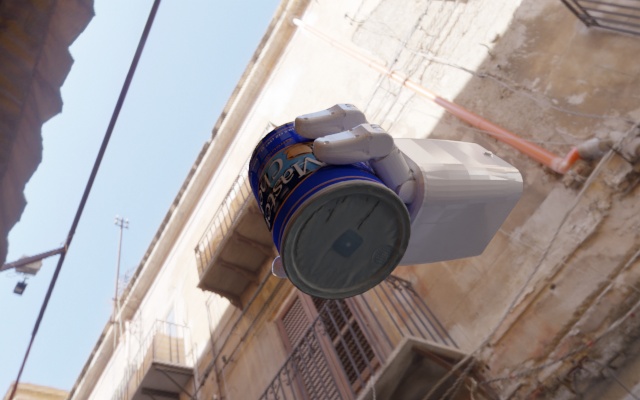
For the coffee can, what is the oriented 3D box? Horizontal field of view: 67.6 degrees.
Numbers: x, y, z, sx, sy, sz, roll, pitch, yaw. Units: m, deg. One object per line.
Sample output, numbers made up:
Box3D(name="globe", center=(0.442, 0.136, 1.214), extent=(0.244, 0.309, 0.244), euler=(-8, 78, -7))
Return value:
Box3D(name="coffee can", center=(0.000, 0.001, 0.412), extent=(0.103, 0.103, 0.140), euler=(0, 28, -20))
